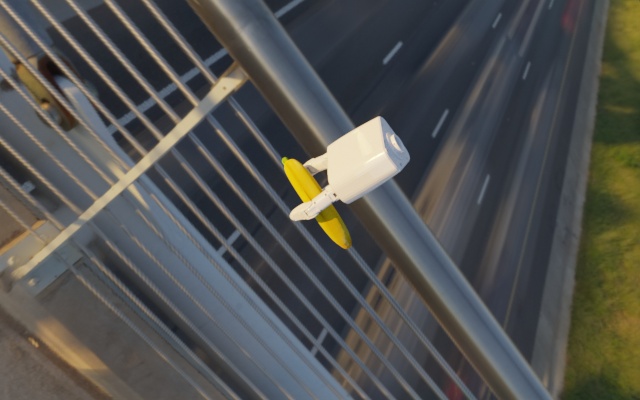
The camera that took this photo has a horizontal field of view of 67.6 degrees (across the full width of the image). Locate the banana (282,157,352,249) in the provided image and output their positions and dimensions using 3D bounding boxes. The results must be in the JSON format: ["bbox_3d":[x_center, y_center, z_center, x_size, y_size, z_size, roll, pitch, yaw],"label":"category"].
[{"bbox_3d":[-0.005,0.001,0.815,0.037,0.198,0.069,-35,-2,8],"label":"banana"}]
